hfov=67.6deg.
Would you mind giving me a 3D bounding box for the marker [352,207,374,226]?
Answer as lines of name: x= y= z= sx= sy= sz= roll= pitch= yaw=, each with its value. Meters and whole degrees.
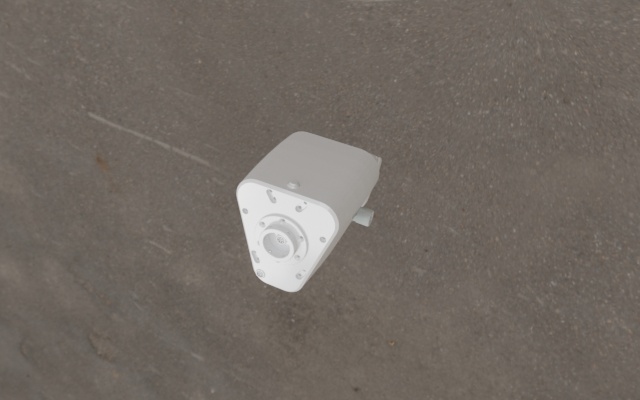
marker: x=0.000 y=0.002 z=0.539 sx=0.121 sy=0.020 sz=0.020 roll=18 pitch=5 yaw=14
